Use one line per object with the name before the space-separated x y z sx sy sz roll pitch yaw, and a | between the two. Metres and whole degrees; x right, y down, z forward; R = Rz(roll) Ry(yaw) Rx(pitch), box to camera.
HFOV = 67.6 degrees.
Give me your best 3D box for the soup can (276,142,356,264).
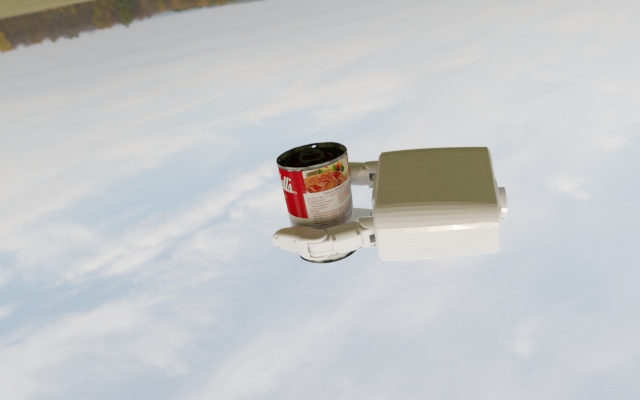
soup can | 0.000 0.002 0.469 0.068 0.102 0.068 -9 24 4
